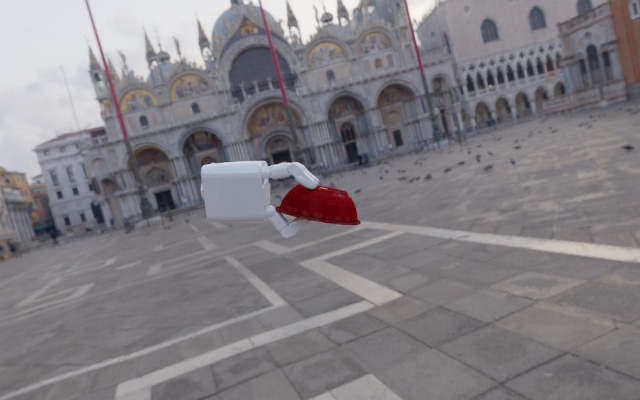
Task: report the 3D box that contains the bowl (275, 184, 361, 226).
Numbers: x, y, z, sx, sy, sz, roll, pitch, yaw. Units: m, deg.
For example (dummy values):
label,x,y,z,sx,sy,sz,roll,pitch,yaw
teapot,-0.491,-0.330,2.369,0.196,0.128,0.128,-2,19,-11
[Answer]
label,x,y,z,sx,sy,sz,roll,pitch,yaw
bowl,0.002,0.003,0.885,0.162,0.055,0.162,10,5,-1
